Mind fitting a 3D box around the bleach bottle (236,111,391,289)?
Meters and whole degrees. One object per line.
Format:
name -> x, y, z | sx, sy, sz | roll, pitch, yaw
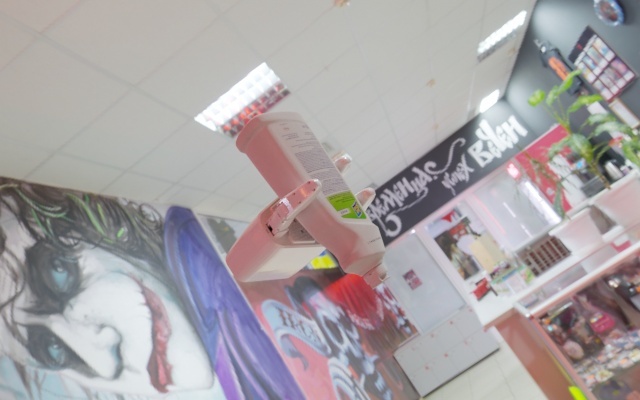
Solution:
bleach bottle -> 0.000, 0.002, 0.603 | 0.102, 0.250, 0.068 | -18, -21, -50
